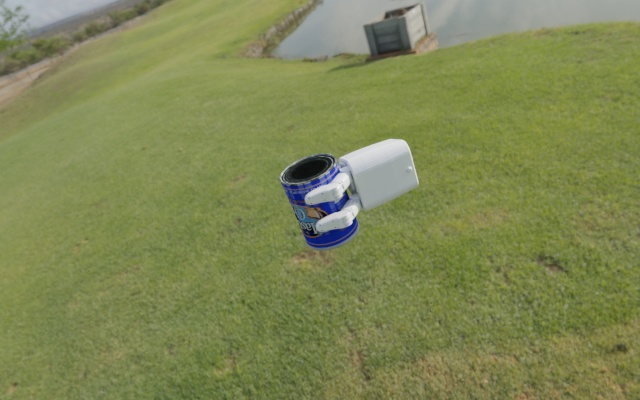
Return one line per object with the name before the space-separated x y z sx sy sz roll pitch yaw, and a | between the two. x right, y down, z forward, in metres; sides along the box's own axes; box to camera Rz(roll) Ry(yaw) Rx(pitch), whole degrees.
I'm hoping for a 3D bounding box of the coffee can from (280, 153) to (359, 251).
coffee can | 0.000 0.003 0.843 0.103 0.140 0.102 -16 28 9
